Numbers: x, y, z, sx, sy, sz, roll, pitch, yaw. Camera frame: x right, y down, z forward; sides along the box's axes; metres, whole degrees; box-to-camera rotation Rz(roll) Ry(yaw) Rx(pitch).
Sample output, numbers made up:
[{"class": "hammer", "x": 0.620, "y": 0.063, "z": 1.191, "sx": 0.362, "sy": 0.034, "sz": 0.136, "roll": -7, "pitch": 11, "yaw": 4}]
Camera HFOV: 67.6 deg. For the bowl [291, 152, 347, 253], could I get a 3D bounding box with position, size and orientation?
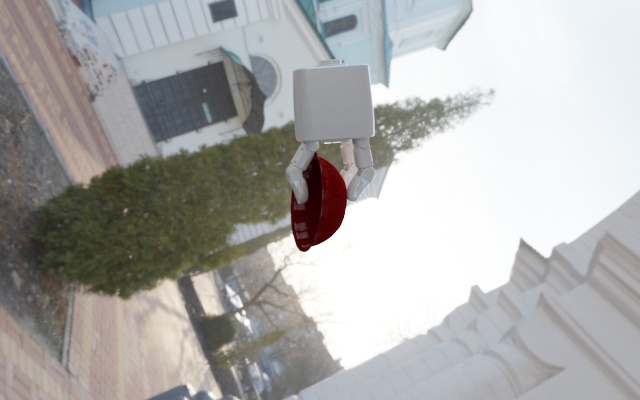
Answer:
[{"class": "bowl", "x": 0.000, "y": 0.004, "z": 0.755, "sx": 0.055, "sy": 0.162, "sz": 0.162, "roll": 5, "pitch": -2, "yaw": -19}]
